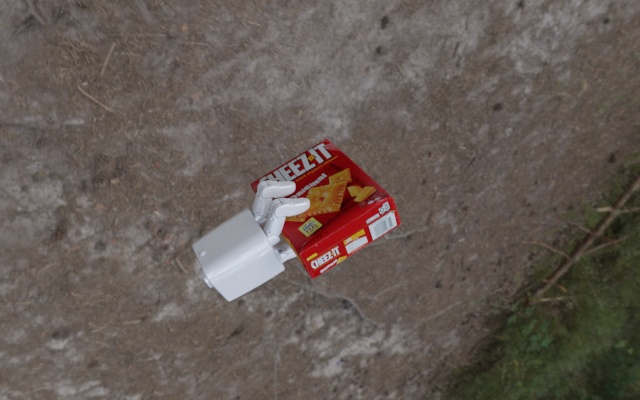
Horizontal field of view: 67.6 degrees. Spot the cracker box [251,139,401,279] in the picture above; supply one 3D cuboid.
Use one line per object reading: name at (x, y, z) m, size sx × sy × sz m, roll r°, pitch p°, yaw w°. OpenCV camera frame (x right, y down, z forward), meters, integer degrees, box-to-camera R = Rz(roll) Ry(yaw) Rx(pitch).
cracker box at (0.000, 0.003, 0.775) m, size 0.164 × 0.072 × 0.213 m, roll -31°, pitch 42°, yaw -9°
